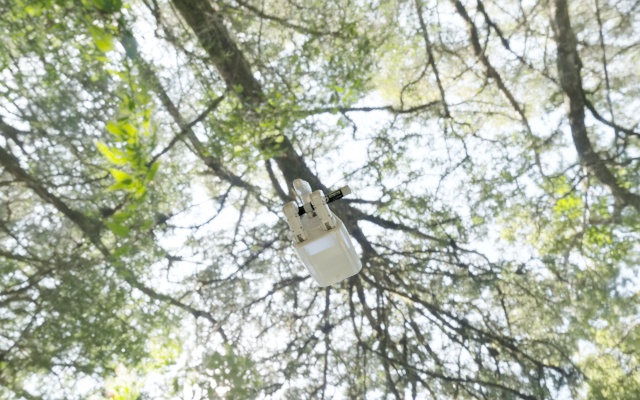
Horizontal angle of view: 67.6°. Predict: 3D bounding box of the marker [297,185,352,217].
[{"bbox_3d":[0.000,0.003,0.891,0.121,0.020,0.020,-24,-4,8],"label":"marker"}]
